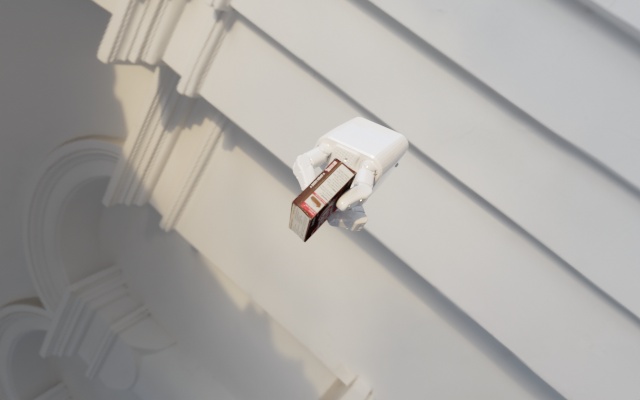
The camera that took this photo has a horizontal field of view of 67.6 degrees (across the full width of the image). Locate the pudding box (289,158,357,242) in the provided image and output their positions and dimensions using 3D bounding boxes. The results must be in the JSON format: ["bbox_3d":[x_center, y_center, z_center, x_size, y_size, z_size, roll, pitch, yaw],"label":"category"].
[{"bbox_3d":[0.000,0.002,0.651,0.039,0.090,0.113,40,-19,11],"label":"pudding box"}]
